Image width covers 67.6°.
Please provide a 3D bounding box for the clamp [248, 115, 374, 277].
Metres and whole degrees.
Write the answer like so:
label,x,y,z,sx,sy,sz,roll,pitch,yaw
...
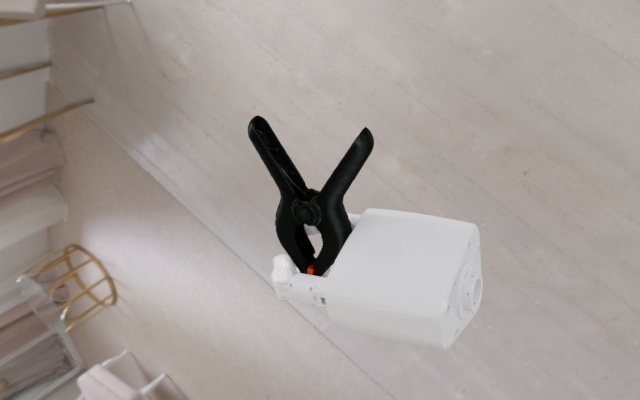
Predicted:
label,x,y,z,sx,sy,sz,roll,pitch,yaw
clamp,0.000,0.002,0.448,0.120,0.171,0.039,5,30,32
